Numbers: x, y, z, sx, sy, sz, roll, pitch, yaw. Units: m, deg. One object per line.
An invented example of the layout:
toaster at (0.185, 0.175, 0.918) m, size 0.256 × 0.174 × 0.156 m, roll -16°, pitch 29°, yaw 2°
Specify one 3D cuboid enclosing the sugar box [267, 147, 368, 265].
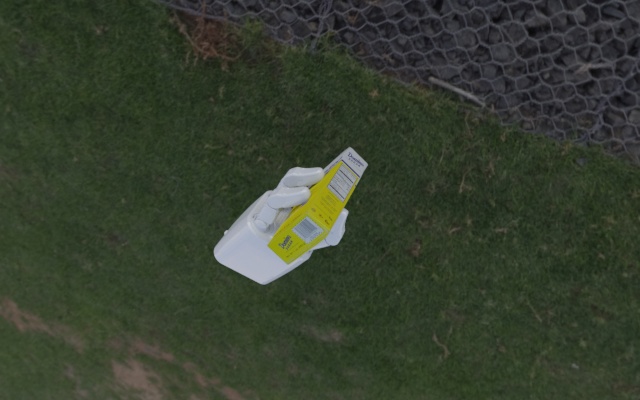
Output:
sugar box at (0.000, 0.002, 0.662) m, size 0.093 × 0.048 × 0.176 m, roll -39°, pitch 14°, yaw 37°
